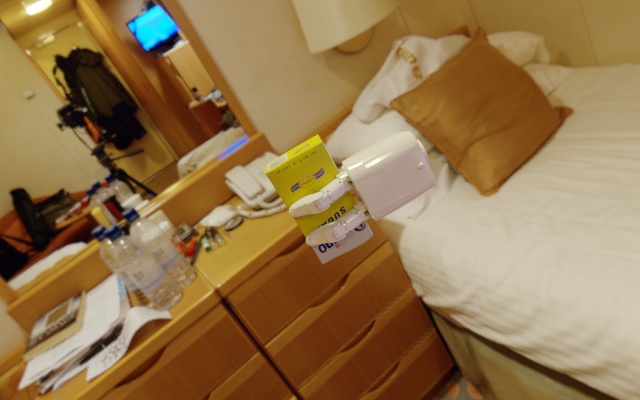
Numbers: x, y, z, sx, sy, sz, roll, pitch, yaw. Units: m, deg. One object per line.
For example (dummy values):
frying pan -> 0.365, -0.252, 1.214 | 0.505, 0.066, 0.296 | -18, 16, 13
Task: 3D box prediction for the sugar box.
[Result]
sugar box -> 0.000, 0.002, 0.709 | 0.093, 0.176, 0.048 | -29, 23, 5
